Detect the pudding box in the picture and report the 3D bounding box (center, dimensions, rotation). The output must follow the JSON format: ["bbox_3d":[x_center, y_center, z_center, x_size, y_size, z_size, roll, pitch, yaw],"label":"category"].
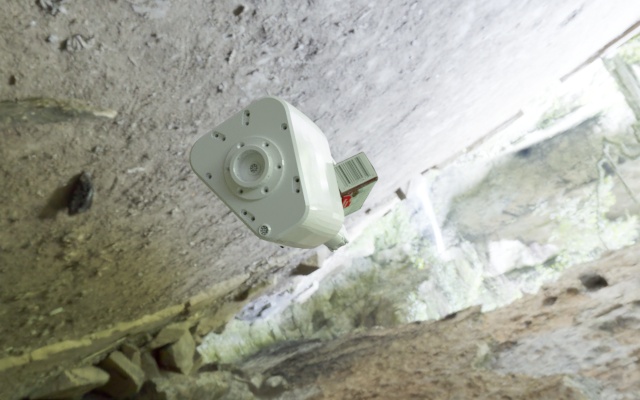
[{"bbox_3d":[0.000,0.002,0.521,0.113,0.039,0.090,-24,-16,-18],"label":"pudding box"}]
